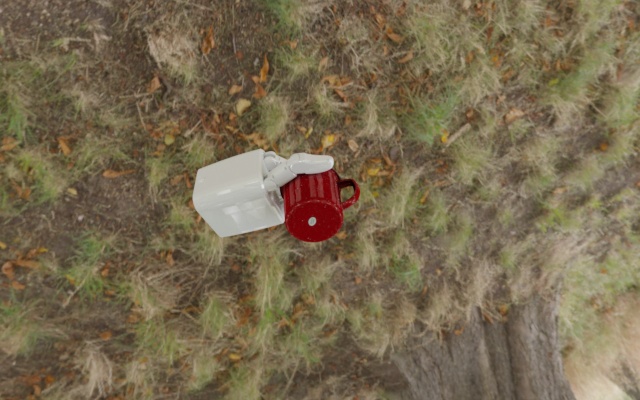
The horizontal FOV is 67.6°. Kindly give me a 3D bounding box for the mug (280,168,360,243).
[{"bbox_3d":[0.002,0.002,0.679,0.117,0.093,0.081,-15,39,7],"label":"mug"}]
